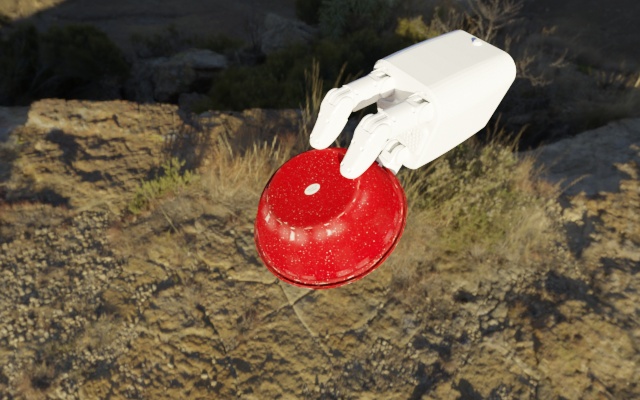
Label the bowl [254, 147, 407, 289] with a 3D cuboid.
[{"bbox_3d":[-0.001,0.002,0.466,0.162,0.162,0.055,0,-33,20],"label":"bowl"}]
